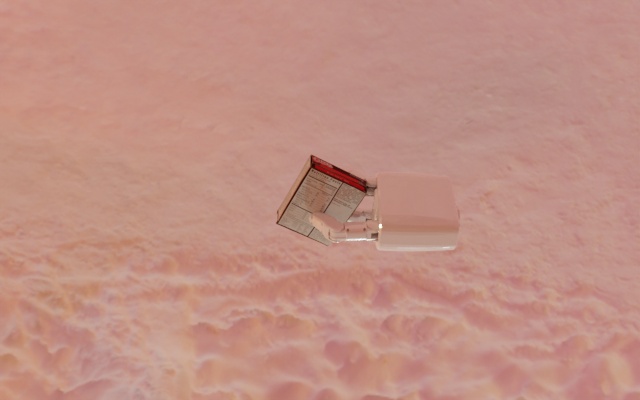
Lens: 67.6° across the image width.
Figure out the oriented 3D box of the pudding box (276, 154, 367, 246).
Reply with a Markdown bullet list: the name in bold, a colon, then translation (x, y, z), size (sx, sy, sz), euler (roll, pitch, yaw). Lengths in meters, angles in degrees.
- **pudding box**: translation (0.000, 0.002, 0.679), size (0.090, 0.113, 0.039), euler (25, 29, -14)
